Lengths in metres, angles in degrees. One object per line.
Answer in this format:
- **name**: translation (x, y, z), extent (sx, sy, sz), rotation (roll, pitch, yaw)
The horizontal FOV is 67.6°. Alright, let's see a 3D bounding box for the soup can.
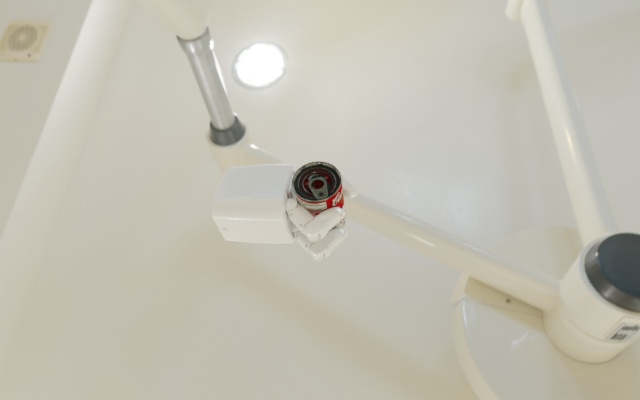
- **soup can**: translation (0.001, 0.002, 0.684), extent (0.068, 0.068, 0.102), rotation (0, -35, 8)
